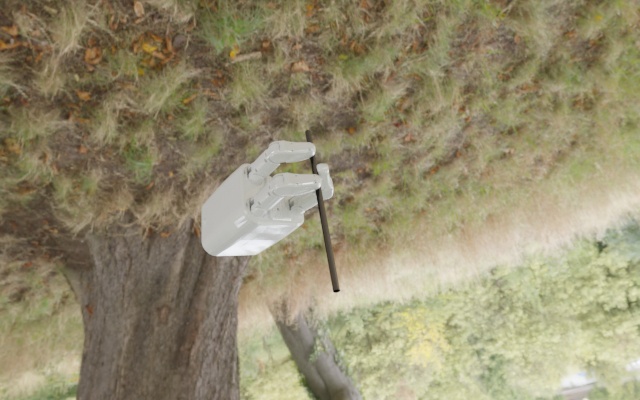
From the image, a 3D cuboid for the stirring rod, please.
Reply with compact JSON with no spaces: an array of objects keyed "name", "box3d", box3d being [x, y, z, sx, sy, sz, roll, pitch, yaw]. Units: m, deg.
[{"name":"stirring rod","box3d":[0.000,0.002,0.587,0.011,0.239,0.011,-7,-36,-5]}]
